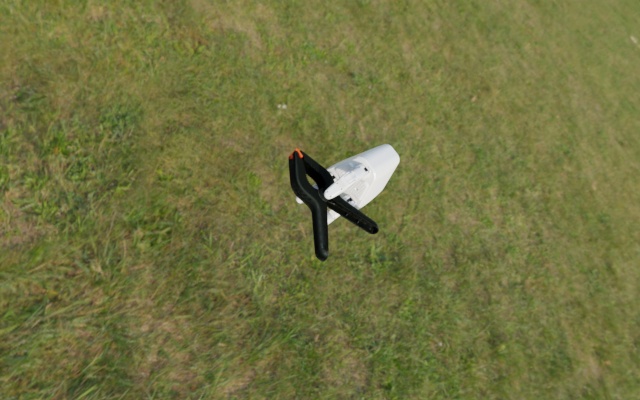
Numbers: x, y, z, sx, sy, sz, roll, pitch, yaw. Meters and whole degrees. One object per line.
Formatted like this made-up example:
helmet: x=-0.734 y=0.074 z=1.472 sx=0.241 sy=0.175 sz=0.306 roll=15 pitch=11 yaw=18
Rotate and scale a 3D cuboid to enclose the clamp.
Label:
clamp: x=0.000 y=0.002 z=0.846 sx=0.036 sy=0.210 sz=0.164 roll=-41 pitch=-7 yaw=41
